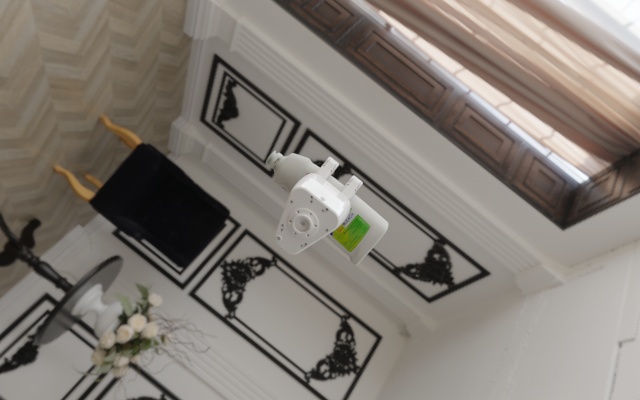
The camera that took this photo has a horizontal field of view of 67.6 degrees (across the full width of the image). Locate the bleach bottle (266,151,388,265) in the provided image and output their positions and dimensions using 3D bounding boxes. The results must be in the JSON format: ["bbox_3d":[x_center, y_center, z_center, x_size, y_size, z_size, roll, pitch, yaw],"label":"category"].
[{"bbox_3d":[0.000,0.003,0.888,0.251,0.102,0.068,38,17,0],"label":"bleach bottle"}]
